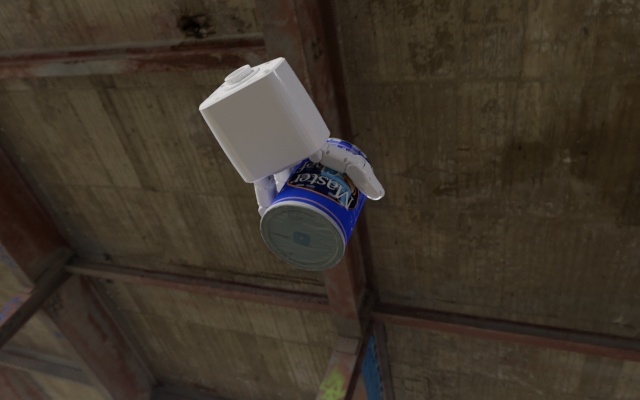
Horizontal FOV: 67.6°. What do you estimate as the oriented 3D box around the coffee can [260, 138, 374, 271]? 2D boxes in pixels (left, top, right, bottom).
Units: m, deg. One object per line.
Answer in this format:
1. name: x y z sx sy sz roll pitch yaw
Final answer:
1. coffee can: 0.000 0.002 0.596 0.103 0.103 0.140 0 38 24
